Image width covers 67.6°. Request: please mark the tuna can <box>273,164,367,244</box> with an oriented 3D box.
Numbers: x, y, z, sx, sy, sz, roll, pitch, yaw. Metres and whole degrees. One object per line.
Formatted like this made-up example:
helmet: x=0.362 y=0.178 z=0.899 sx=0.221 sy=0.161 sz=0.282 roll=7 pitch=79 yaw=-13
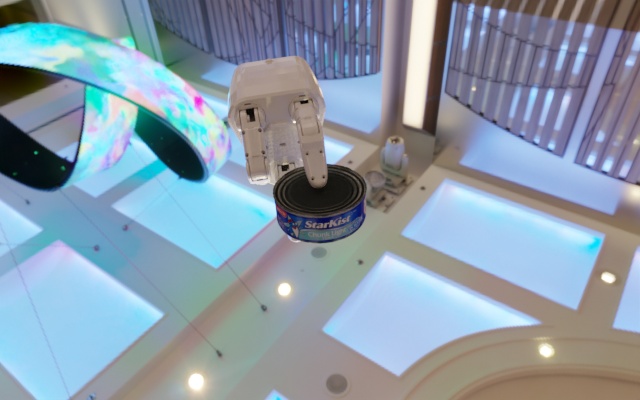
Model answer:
tuna can: x=0.000 y=0.002 z=0.444 sx=0.086 sy=0.034 sz=0.086 roll=-3 pitch=35 yaw=2
